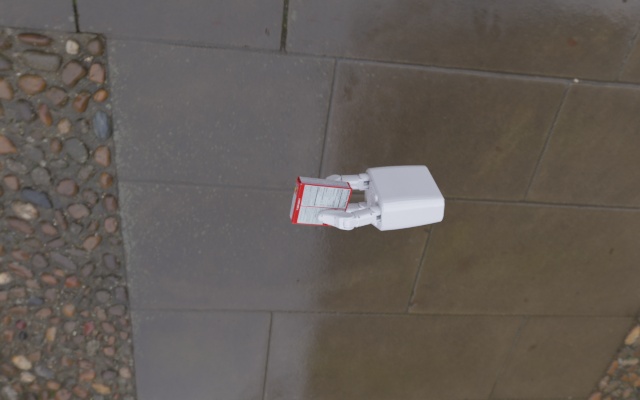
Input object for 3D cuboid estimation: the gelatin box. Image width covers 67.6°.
[{"bbox_3d":[0.000,0.003,0.773,0.089,0.073,0.030,5,27,-17],"label":"gelatin box"}]
